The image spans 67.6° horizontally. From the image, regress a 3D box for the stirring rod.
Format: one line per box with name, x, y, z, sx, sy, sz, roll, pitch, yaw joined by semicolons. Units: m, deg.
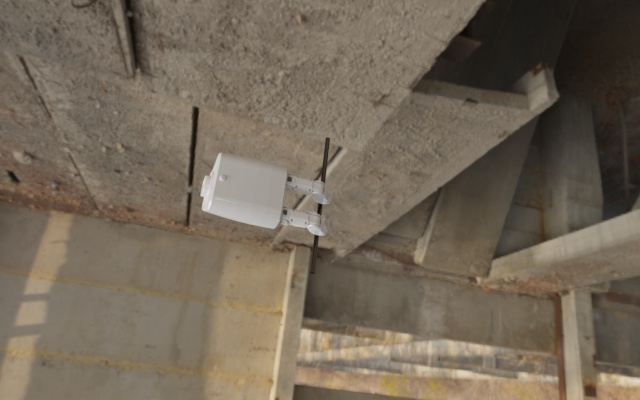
stirring rod;0.000;0.002;0.792;0.011;0.239;0.011;6;-21;2
